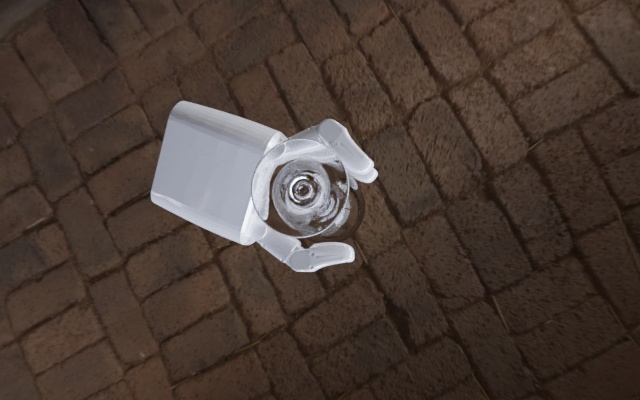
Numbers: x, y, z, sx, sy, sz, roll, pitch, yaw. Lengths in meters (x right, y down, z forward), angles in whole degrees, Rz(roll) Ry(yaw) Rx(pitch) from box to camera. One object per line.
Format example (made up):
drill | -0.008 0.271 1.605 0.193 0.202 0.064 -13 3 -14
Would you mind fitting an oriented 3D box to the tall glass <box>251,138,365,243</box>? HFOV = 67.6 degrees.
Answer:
tall glass | 0.000 0.002 0.447 0.079 0.079 0.201 0 -7 10
